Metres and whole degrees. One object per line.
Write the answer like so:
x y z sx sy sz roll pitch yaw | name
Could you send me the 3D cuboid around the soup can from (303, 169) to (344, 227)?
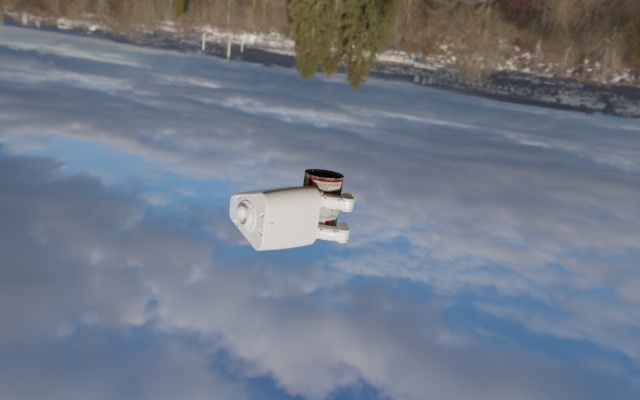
0.000 0.003 0.824 0.068 0.102 0.068 7 15 -2 | soup can
